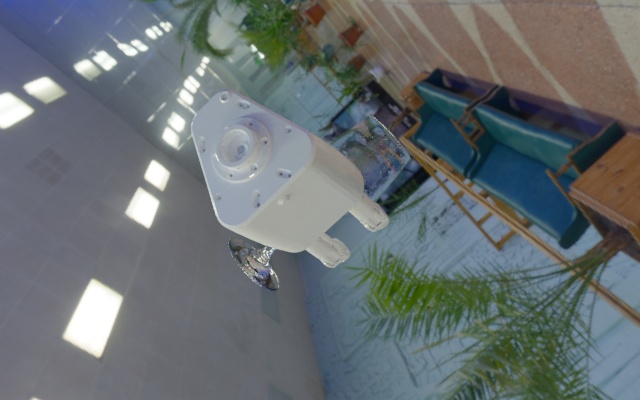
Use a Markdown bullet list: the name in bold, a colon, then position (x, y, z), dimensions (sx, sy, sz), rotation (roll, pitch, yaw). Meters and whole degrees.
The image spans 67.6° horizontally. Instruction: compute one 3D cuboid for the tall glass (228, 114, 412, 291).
- **tall glass**: position (0.000, 0.002, 0.500), dimensions (0.201, 0.079, 0.079), rotation (-43, -7, 8)
